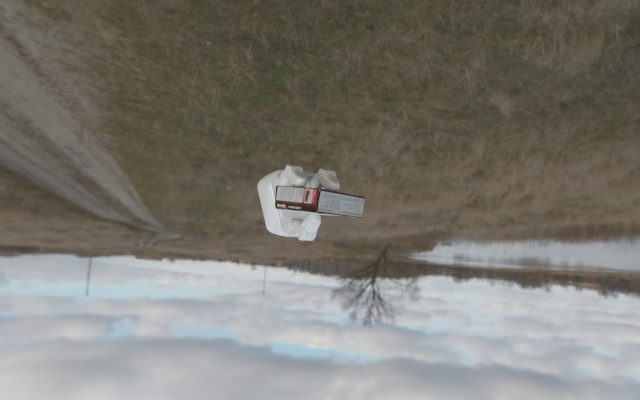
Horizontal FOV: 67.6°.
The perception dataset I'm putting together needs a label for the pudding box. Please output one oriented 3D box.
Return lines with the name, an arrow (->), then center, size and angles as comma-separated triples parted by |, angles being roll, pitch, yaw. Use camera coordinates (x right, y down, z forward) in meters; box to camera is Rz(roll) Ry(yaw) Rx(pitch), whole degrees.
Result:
pudding box -> 0.000, 0.003, 0.728 | 0.090, 0.039, 0.113 | 4, -1, 41
